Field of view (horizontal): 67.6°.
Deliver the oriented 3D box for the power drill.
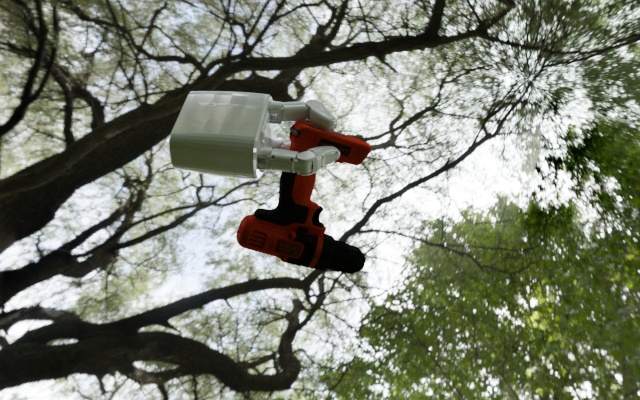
[{"bbox_3d":[0.000,0.002,0.636,0.184,0.188,0.057,16,12,-18],"label":"power drill"}]
